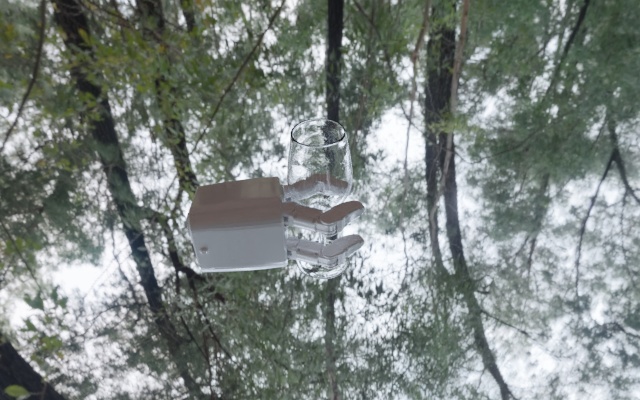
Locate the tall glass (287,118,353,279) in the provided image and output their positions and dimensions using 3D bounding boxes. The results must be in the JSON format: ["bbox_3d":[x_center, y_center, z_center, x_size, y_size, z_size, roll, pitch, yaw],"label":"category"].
[{"bbox_3d":[0.000,0.002,0.588,0.079,0.201,0.079,-1,39,1],"label":"tall glass"}]
